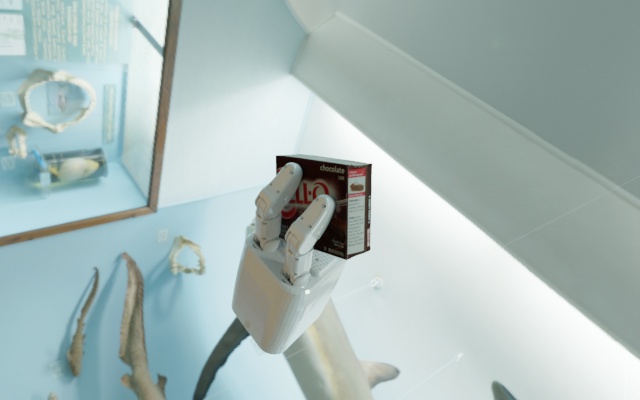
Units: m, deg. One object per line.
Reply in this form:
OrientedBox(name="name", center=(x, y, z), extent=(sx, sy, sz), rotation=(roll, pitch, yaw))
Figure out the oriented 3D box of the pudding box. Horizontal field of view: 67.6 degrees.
OrientedBox(name="pudding box", center=(0.000, 0.002, 0.481), extent=(0.039, 0.090, 0.113), rotation=(-12, 16, -42))
